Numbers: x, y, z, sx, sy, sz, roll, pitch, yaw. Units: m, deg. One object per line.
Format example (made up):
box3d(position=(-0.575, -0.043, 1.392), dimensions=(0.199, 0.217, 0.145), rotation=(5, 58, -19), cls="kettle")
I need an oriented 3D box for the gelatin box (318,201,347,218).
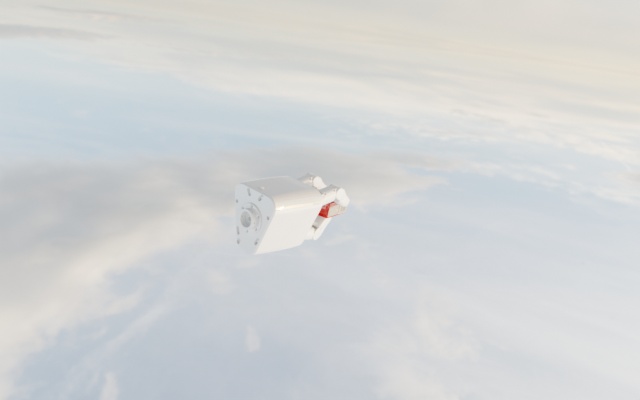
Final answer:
box3d(position=(0.000, 0.003, 0.868), dimensions=(0.073, 0.030, 0.089), rotation=(20, 14, 23), cls="gelatin box")
